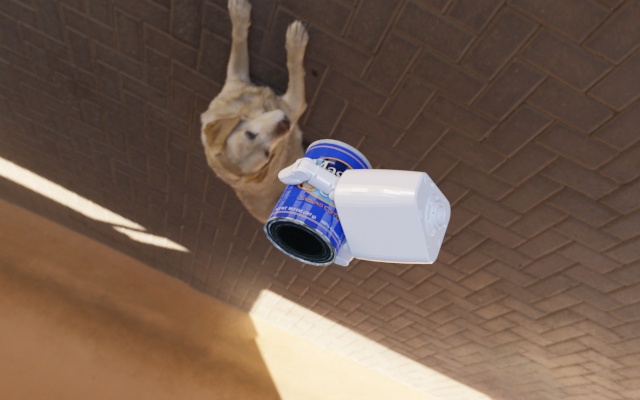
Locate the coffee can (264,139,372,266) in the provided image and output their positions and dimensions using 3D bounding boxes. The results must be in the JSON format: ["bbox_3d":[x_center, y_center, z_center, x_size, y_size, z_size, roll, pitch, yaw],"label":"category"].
[{"bbox_3d":[0.000,0.002,0.648,0.103,0.140,0.103,19,-32,13],"label":"coffee can"}]
